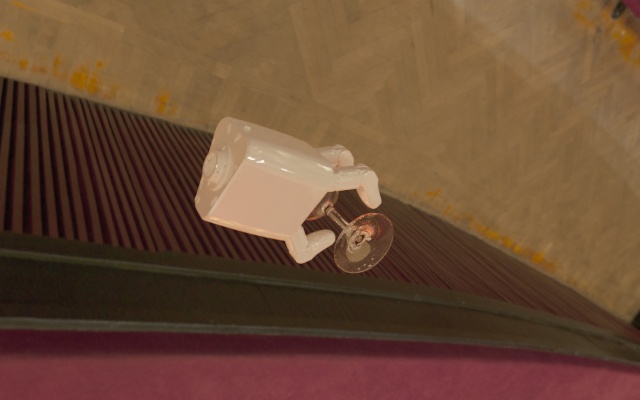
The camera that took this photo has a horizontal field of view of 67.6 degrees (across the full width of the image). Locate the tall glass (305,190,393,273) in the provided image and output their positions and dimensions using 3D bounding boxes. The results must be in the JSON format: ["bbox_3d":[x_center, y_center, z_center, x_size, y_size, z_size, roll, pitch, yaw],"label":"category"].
[{"bbox_3d":[0.001,0.002,0.583,0.079,0.079,0.201,0,27,-32],"label":"tall glass"}]
